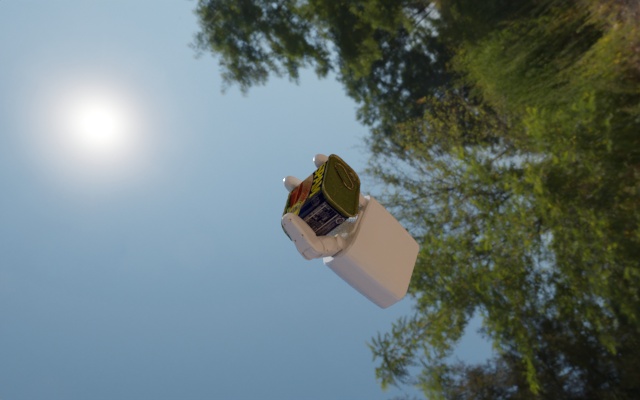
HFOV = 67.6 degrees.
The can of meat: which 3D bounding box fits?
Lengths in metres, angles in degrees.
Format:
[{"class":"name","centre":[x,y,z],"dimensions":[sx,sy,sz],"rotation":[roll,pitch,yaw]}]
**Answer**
[{"class":"can of meat","centre":[0.000,0.002,0.604],"dimensions":[0.084,0.057,0.102],"rotation":[-39,21,28]}]
